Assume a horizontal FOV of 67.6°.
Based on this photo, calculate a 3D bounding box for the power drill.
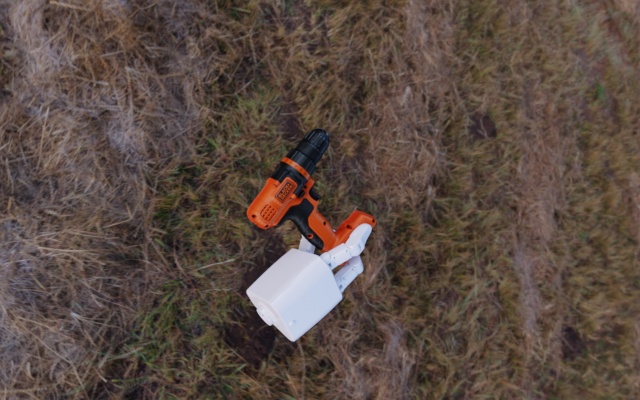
[{"bbox_3d":[0.000,0.003,0.775,0.188,0.184,0.057,40,-8,-20],"label":"power drill"}]
